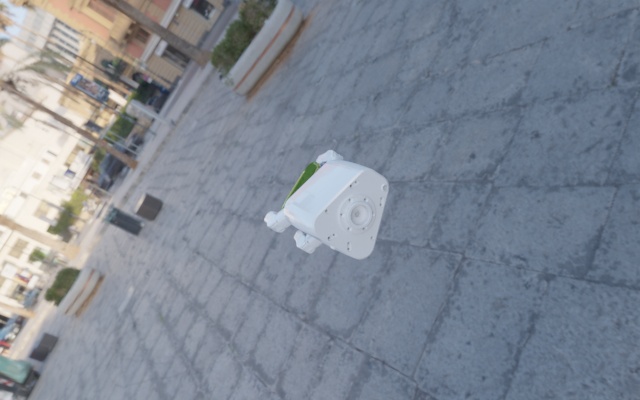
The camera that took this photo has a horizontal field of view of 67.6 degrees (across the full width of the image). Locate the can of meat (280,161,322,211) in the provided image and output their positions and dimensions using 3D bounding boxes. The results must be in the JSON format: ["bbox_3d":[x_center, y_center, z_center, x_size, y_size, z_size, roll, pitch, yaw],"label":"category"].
[{"bbox_3d":[0.000,0.002,0.725,0.084,0.102,0.057,31,0,-23],"label":"can of meat"}]
